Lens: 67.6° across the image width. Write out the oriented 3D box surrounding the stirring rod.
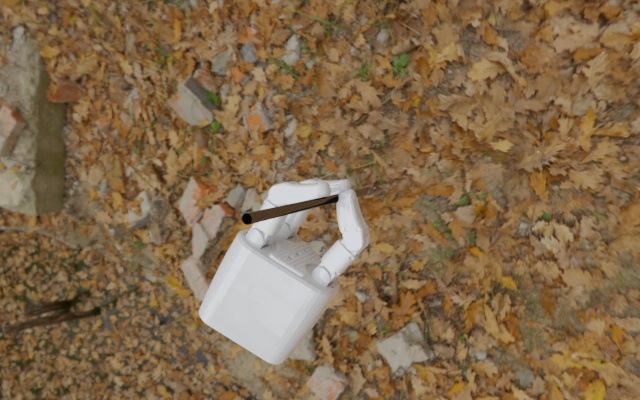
[{"bbox_3d":[0.000,0.001,0.430,0.011,0.011,0.239,0,5,24],"label":"stirring rod"}]
